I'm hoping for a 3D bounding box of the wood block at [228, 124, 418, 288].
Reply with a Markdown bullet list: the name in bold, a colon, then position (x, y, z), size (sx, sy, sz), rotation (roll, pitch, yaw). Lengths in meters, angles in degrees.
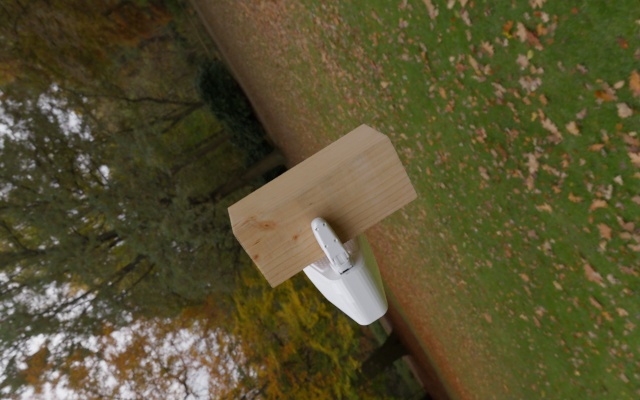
- **wood block**: position (0.000, 0.002, 0.590), size (0.206, 0.090, 0.090), rotation (-32, 24, -3)
